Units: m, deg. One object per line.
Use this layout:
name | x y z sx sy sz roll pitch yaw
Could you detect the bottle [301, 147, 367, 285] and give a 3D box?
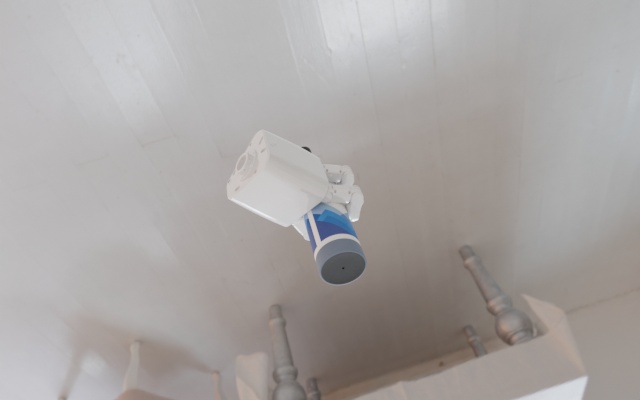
bottle | 0.000 0.003 0.754 0.069 0.069 0.295 0 37 -15
